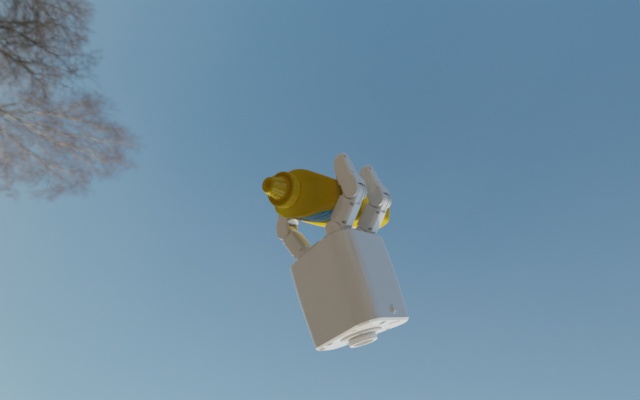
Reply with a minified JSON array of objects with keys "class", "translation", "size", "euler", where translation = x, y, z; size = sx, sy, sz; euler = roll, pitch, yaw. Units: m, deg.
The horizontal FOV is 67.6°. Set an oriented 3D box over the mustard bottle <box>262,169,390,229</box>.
[{"class":"mustard bottle","translation":[0.000,0.002,0.592],"size":[0.096,0.058,0.192],"euler":[-6,-14,37]}]
